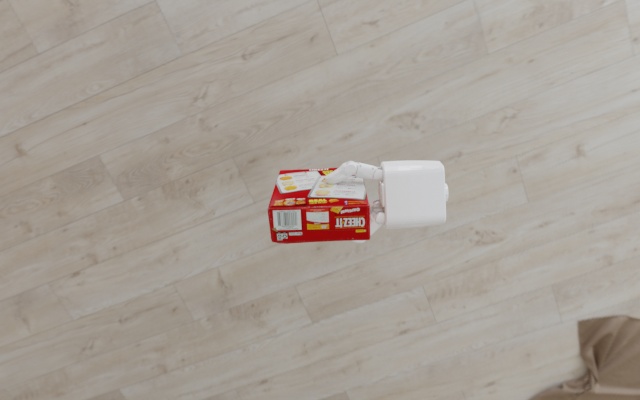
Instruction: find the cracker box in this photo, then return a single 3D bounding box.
[{"bbox_3d":[0.000,0.003,0.858,0.164,0.072,0.213,-2,20,2],"label":"cracker box"}]
